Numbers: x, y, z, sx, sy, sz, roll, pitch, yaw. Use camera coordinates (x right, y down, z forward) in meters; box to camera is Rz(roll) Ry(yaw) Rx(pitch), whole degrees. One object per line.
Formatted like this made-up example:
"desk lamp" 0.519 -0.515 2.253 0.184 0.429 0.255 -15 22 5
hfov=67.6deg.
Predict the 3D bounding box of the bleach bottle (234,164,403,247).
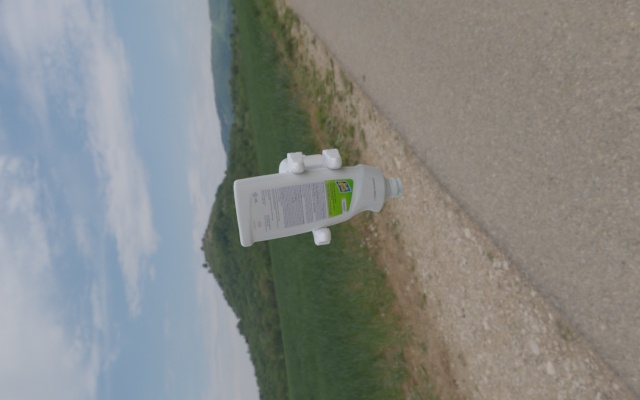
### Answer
"bleach bottle" 0.000 0.002 0.725 0.251 0.102 0.068 -7 16 -7
